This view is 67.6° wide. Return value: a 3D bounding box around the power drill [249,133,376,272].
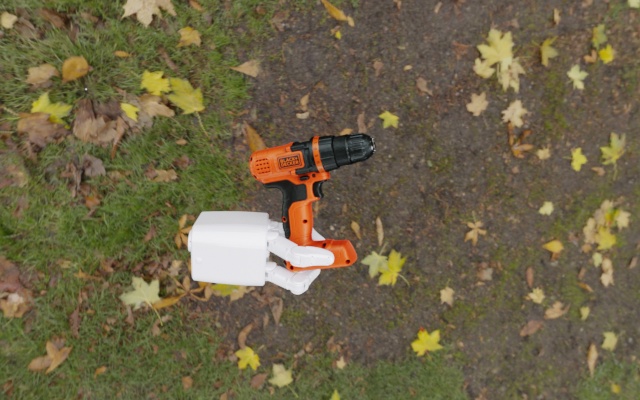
[{"bbox_3d":[0.000,0.003,0.690,0.184,0.187,0.057,-9,7,16],"label":"power drill"}]
